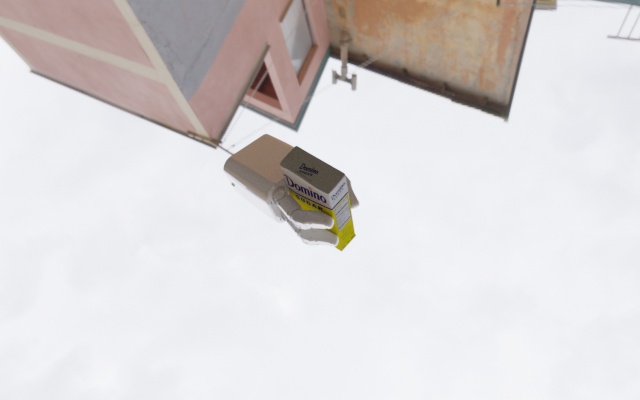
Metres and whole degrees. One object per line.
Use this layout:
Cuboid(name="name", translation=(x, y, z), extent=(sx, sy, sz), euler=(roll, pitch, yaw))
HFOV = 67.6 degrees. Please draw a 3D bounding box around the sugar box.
Cuboid(name="sugar box", translation=(0.000, 0.003, 0.721), extent=(0.093, 0.048, 0.176), euler=(32, -19, 26))
